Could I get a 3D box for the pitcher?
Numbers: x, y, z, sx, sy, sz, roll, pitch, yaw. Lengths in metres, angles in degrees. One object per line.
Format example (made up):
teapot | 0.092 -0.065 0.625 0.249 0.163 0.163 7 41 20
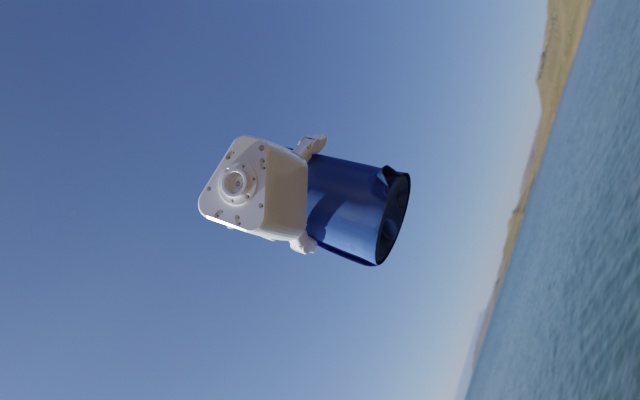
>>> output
pitcher | 0.000 0.002 0.704 0.243 0.149 0.145 18 2 22
